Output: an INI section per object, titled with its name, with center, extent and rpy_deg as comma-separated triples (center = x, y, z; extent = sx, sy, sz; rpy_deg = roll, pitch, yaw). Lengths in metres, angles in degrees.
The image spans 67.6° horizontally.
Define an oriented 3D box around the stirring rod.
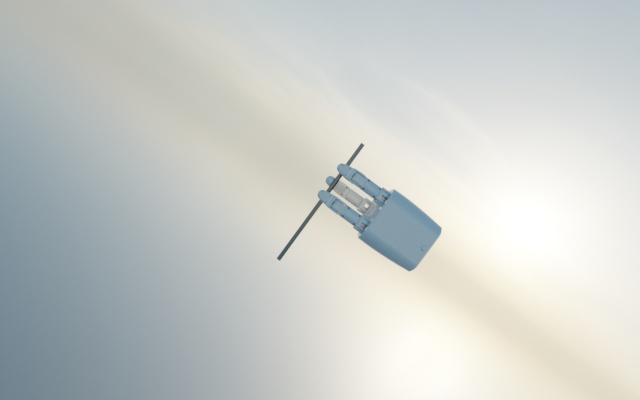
[stirring rod]
center = 0.000, 0.003, 0.801
extent = 0.011, 0.239, 0.011
rpy_deg = 36, 2, -1
